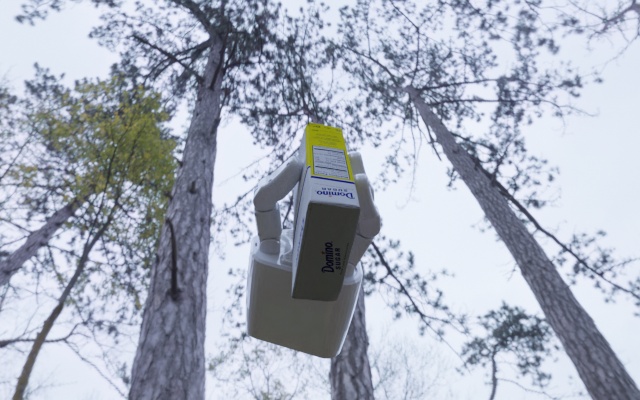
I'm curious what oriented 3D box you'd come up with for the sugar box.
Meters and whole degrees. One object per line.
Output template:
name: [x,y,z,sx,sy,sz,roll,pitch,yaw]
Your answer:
sugar box: [0.001,0.002,0.441,0.048,0.093,0.176,7,28,-9]
